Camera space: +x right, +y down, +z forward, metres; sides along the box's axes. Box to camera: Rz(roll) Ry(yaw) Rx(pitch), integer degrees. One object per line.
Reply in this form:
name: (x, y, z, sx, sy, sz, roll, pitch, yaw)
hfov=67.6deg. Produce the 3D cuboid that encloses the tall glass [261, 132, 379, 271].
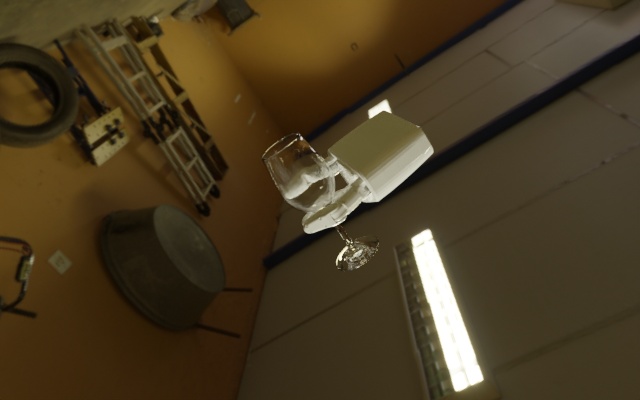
tall glass: (0.000, 0.003, 0.671, 0.079, 0.201, 0.079, -31, 21, 13)
